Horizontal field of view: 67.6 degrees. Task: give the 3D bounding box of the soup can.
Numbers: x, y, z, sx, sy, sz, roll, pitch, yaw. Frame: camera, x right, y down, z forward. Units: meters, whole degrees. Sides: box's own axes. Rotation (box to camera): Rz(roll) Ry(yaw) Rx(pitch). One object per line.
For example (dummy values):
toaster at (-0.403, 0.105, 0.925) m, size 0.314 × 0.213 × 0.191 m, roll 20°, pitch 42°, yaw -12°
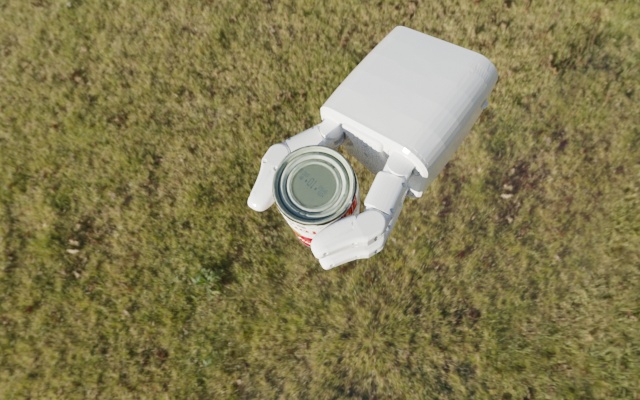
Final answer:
soup can at (0.000, 0.002, 0.414) m, size 0.068 × 0.068 × 0.102 m, roll 0°, pitch -16°, yaw 6°
